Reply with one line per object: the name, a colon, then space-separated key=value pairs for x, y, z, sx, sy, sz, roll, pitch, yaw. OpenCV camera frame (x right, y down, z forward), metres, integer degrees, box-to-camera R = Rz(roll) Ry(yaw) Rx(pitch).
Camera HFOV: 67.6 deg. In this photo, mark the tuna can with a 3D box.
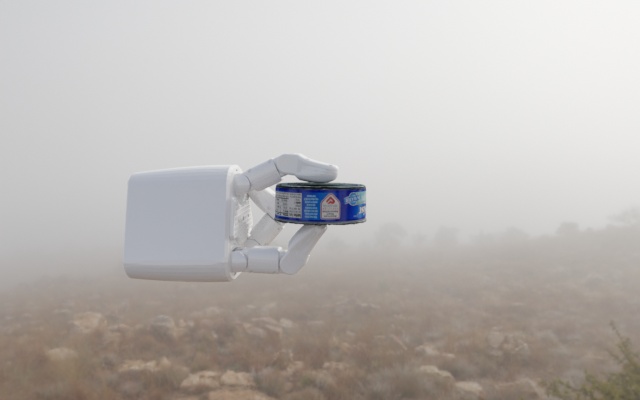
tuna can: x=0.000 y=0.001 z=0.443 sx=0.086 sy=0.034 sz=0.086 roll=1 pitch=5 yaw=0
